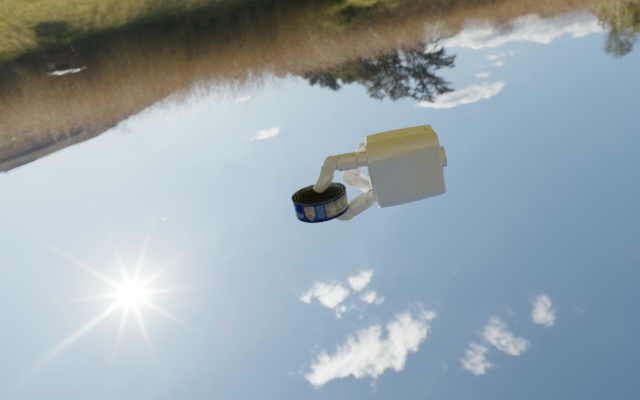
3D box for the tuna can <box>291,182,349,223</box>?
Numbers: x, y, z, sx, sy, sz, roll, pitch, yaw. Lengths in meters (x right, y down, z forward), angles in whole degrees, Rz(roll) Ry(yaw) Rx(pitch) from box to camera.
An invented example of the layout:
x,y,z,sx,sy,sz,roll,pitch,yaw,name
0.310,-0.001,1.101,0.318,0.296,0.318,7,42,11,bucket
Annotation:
x,y,z,sx,sy,sz,roll,pitch,yaw,name
0.000,0.003,0.740,0.086,0.034,0.086,-11,21,4,tuna can
